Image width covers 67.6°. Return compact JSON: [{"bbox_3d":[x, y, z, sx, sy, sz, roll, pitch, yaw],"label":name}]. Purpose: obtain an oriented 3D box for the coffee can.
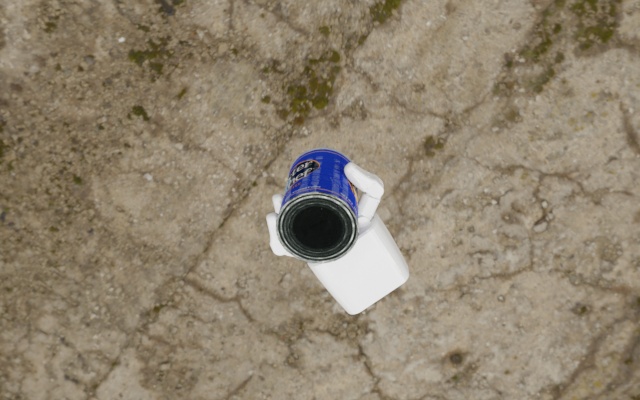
[{"bbox_3d":[0.000,0.002,0.640,0.103,0.103,0.140,0,29,4],"label":"coffee can"}]
